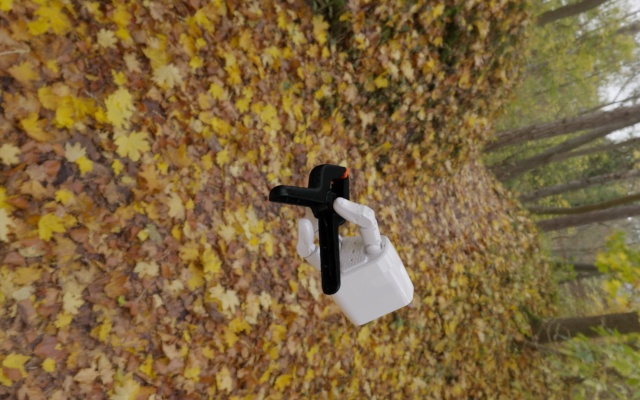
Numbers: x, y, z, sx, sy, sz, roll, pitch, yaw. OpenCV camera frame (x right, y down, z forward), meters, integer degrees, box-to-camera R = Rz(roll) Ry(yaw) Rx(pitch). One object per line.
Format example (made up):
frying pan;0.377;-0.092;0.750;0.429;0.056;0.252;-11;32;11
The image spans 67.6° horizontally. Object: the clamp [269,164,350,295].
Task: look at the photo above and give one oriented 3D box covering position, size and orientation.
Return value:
clamp;0.001;0.002;0.662;0.036;0.165;0.209;-16;31;26
